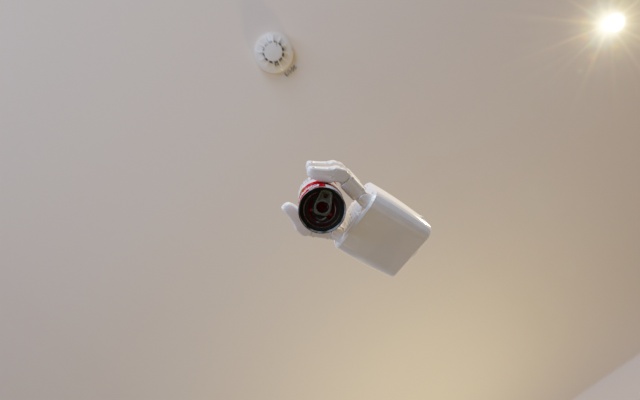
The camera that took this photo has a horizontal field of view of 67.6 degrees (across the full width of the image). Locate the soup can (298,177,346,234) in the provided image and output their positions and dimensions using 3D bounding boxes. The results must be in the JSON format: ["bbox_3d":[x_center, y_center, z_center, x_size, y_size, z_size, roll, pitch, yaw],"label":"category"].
[{"bbox_3d":[0.000,0.002,0.713,0.068,0.068,0.102,0,13,-3],"label":"soup can"}]
